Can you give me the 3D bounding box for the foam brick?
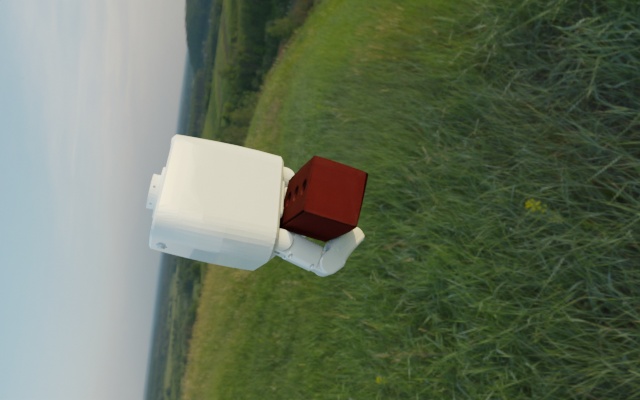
[{"bbox_3d":[0.000,0.001,0.433,0.051,0.053,0.078,19,-21,-16],"label":"foam brick"}]
